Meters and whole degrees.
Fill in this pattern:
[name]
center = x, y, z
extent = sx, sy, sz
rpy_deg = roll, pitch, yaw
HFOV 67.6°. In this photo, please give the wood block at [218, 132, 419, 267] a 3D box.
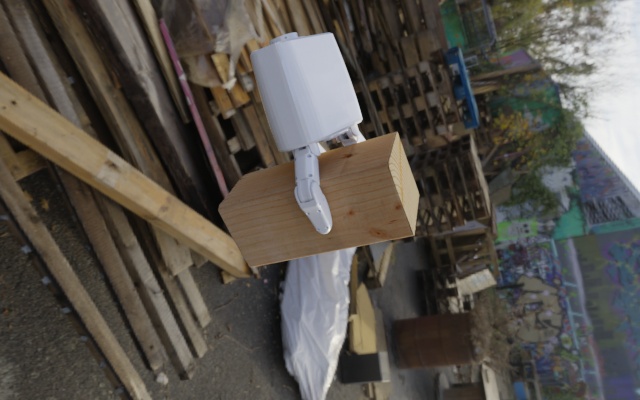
[wood block]
center = 0.000, 0.002, 0.559
extent = 0.206, 0.090, 0.090
rpy_deg = -14, 26, 22
